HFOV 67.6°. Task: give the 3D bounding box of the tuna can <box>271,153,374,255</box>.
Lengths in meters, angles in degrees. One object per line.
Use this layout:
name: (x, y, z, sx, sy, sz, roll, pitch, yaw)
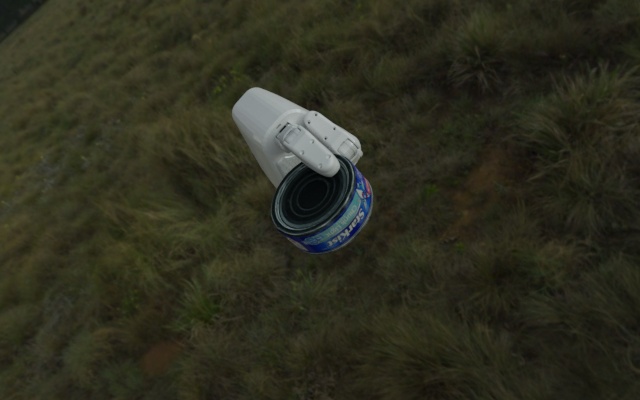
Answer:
tuna can: (0.000, 0.001, 0.410, 0.086, 0.086, 0.034, 0, -32, 38)
